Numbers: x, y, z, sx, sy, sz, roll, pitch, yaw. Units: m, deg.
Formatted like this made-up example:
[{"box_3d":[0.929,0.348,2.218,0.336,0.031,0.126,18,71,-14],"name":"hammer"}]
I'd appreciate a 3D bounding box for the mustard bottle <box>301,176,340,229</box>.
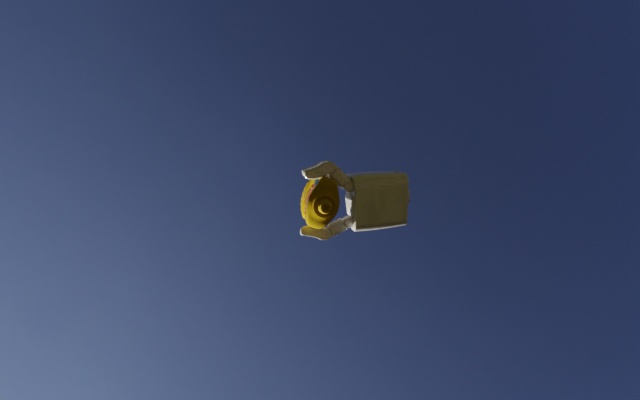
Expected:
[{"box_3d":[0.000,0.003,0.896,0.058,0.096,0.191,19,4,-8],"name":"mustard bottle"}]
